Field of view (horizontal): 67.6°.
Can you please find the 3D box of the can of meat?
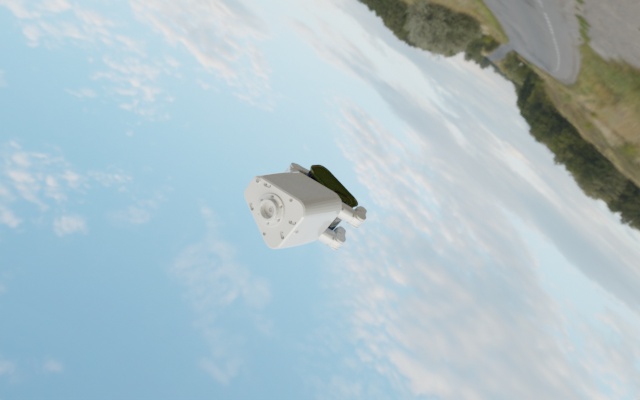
[{"bbox_3d":[0.000,0.003,0.827,0.084,0.102,0.057,-50,-17,24],"label":"can of meat"}]
